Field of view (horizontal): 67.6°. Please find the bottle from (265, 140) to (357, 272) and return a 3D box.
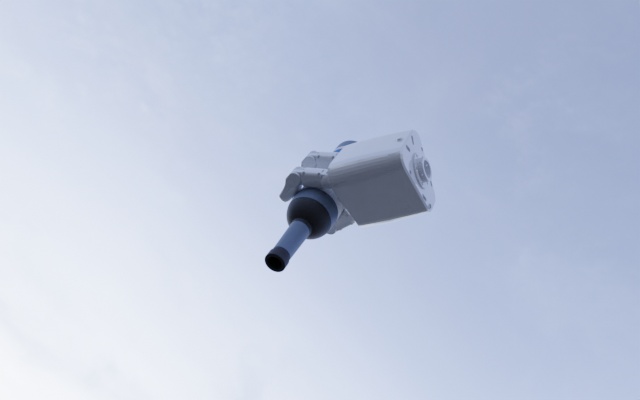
[{"bbox_3d":[0.000,0.002,0.679,0.069,0.069,0.295,0,29,25],"label":"bottle"}]
